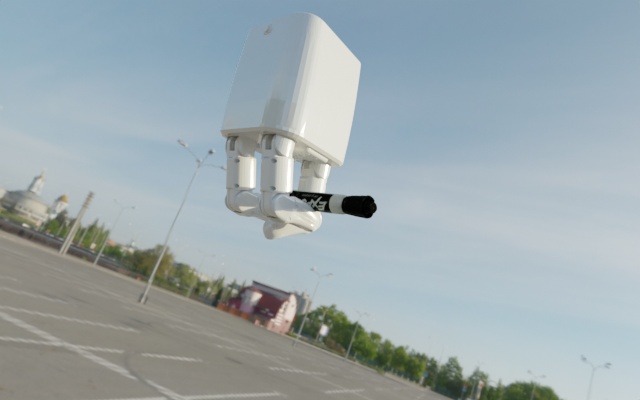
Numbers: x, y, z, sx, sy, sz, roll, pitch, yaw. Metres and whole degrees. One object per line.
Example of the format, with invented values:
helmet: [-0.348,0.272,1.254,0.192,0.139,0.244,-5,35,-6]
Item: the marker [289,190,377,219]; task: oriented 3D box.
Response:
marker: [0.000,0.001,0.420,0.020,0.020,0.121,0,4,-44]
